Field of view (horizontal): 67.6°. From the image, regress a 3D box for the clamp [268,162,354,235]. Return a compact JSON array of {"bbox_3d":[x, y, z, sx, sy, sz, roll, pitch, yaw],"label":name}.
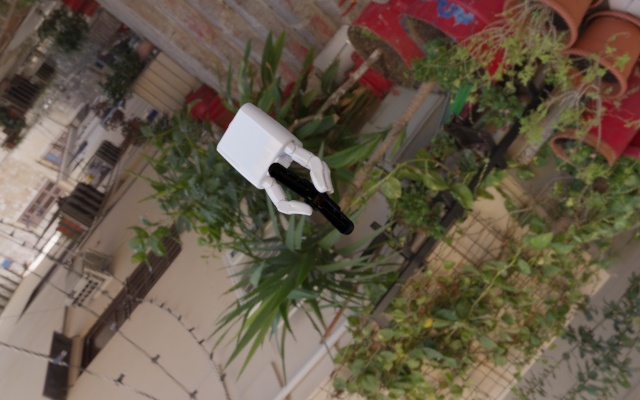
[{"bbox_3d":[0.000,0.003,0.826,0.164,0.036,0.210,40,4,11],"label":"clamp"}]
